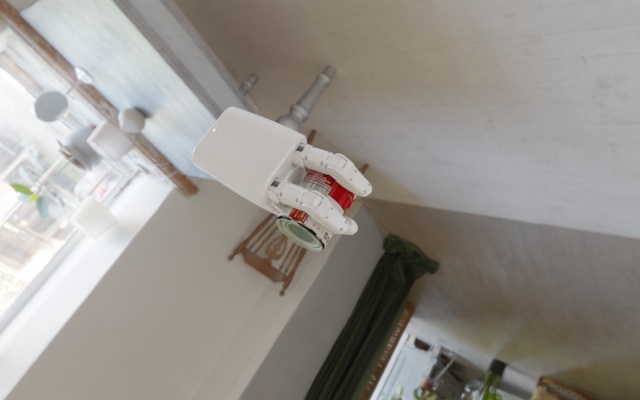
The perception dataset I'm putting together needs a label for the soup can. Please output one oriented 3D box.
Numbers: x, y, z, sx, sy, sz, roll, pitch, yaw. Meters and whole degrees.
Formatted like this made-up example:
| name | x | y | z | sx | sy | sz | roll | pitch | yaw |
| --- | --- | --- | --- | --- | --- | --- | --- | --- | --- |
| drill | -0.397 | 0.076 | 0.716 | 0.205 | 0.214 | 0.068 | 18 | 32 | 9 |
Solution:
| name | x | y | z | sx | sy | sz | roll | pitch | yaw |
| --- | --- | --- | --- | --- | --- | --- | --- | --- | --- |
| soup can | 0.000 | 0.002 | 0.578 | 0.068 | 0.102 | 0.068 | 28 | -23 | 13 |
